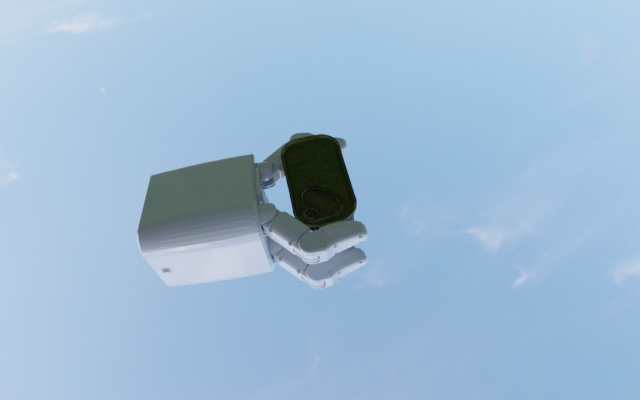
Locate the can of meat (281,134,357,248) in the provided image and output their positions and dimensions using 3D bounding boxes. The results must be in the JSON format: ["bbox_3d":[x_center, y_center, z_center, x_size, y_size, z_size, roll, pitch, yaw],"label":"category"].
[{"bbox_3d":[0.000,0.002,0.470,0.057,0.102,0.084,-12,-34,-3],"label":"can of meat"}]
